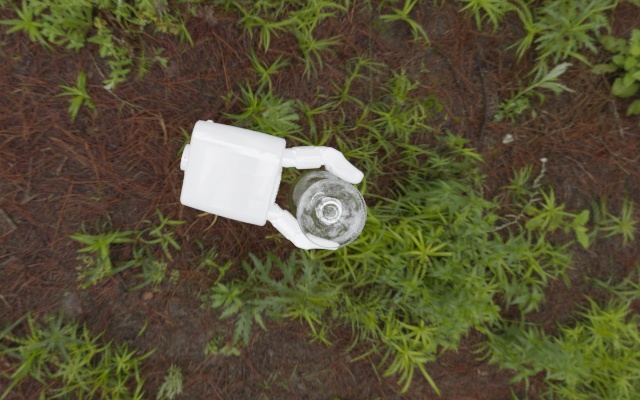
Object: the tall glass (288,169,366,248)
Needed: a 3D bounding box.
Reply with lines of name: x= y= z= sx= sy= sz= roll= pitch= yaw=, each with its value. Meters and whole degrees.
tall glass: x=0.000 y=0.002 z=0.600 sx=0.079 sy=0.079 sz=0.201 roll=0 pitch=7 yaw=-7
